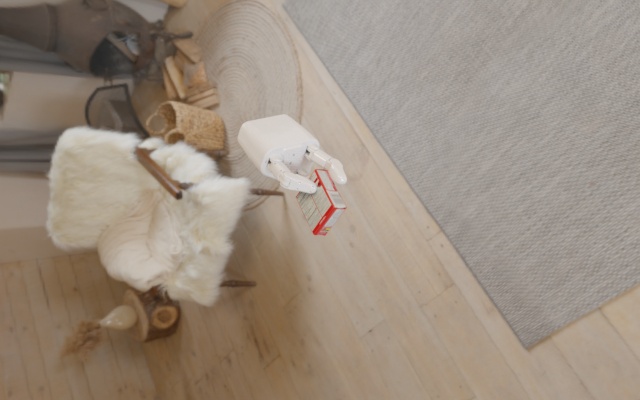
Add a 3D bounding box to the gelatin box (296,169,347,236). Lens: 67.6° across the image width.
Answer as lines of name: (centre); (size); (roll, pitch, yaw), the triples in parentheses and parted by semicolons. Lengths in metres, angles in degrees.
gelatin box: (0.000, 0.003, 0.804); (0.030, 0.089, 0.073); (3, -44, -37)
